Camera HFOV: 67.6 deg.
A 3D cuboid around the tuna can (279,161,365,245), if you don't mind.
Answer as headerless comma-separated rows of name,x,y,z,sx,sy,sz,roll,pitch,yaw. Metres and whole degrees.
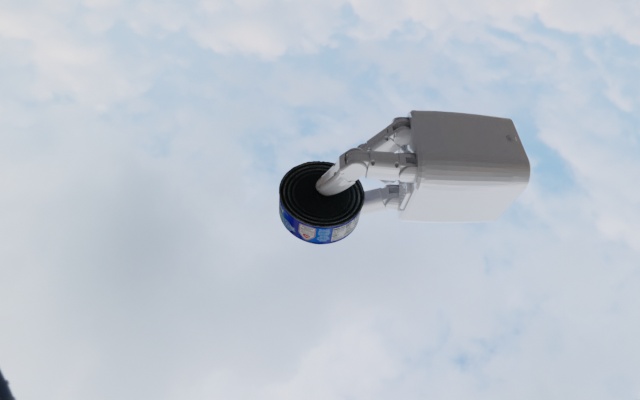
tuna can,0.000,0.002,0.486,0.086,0.086,0.034,0,-39,-7
